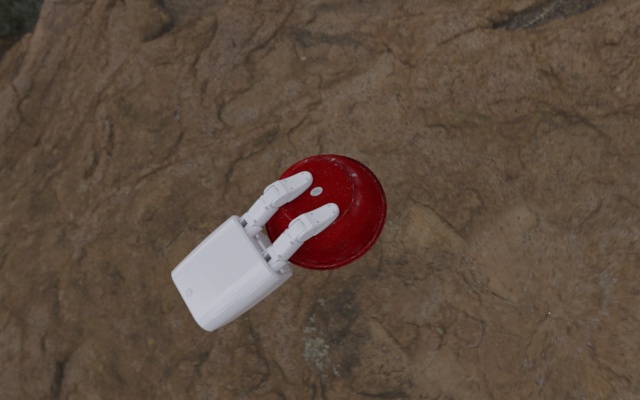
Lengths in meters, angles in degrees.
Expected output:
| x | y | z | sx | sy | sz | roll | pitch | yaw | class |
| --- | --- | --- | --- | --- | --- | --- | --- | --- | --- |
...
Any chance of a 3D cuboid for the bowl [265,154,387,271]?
| x | y | z | sx | sy | sz | roll | pitch | yaw | class |
| --- | --- | --- | --- | --- | --- | --- | --- | --- | --- |
| 0.001 | 0.001 | 0.594 | 0.162 | 0.162 | 0.055 | 0 | -24 | 12 | bowl |
